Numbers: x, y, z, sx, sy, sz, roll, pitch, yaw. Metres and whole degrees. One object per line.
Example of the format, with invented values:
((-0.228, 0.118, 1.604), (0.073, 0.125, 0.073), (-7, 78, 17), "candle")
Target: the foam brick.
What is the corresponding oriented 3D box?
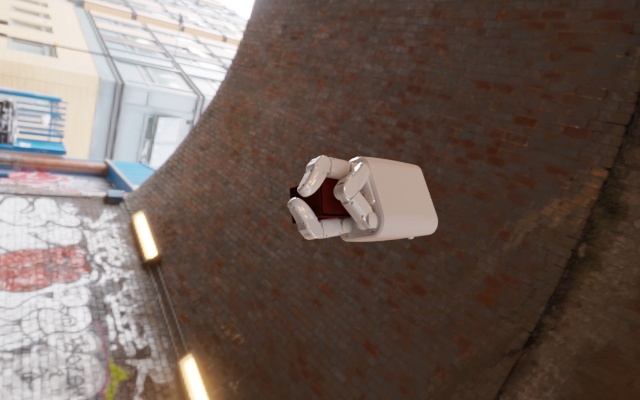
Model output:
((0.000, 0.002, 0.653), (0.051, 0.053, 0.078), (2, -10, -34), "foam brick")
